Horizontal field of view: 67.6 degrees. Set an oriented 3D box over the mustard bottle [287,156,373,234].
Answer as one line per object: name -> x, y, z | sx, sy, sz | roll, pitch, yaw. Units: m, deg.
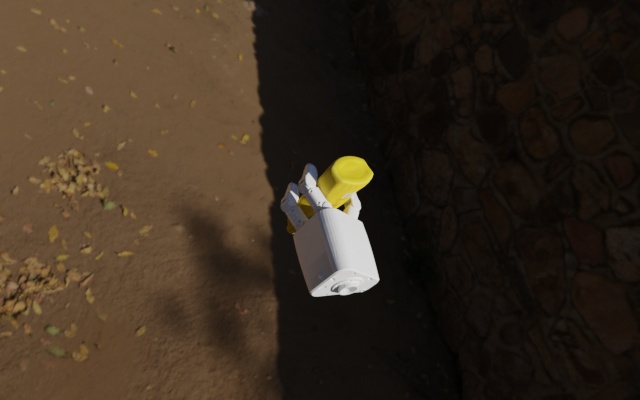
mustard bottle -> 0.000, 0.002, 0.822 | 0.096, 0.058, 0.192 | -20, -19, -50
